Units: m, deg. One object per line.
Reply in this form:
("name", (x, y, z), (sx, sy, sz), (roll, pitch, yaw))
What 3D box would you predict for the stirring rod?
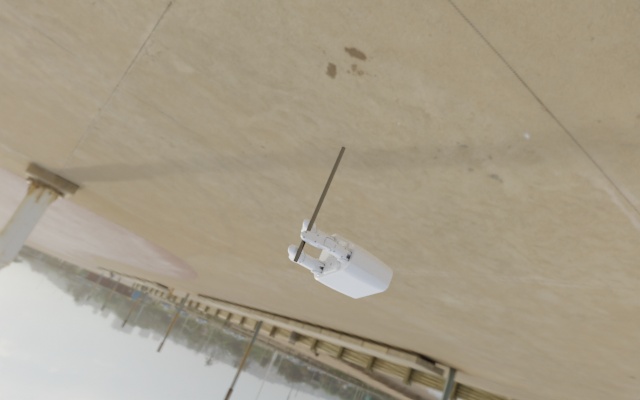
("stirring rod", (0.000, 0.003, 0.881), (0.011, 0.239, 0.011), (21, -19, 7))
